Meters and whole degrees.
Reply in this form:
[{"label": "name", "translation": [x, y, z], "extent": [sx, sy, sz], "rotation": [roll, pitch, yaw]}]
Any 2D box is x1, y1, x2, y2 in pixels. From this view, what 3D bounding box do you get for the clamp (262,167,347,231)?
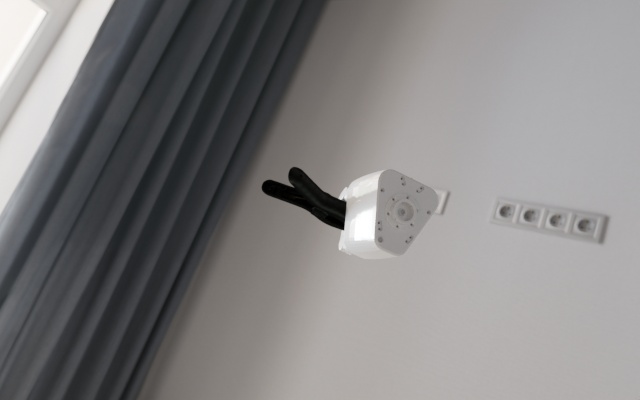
[{"label": "clamp", "translation": [0.000, 0.003, 0.717], "extent": [0.171, 0.039, 0.120], "rotation": [25, -13, -13]}]
